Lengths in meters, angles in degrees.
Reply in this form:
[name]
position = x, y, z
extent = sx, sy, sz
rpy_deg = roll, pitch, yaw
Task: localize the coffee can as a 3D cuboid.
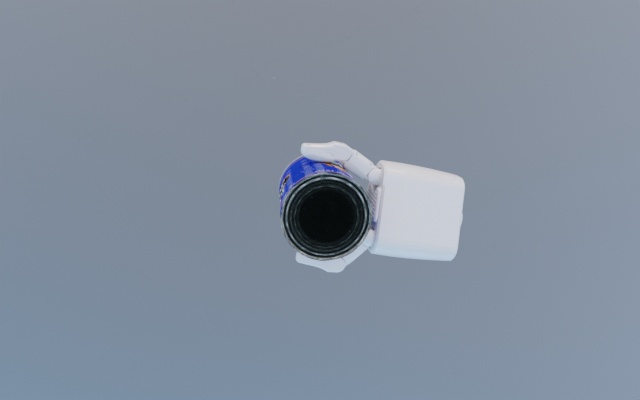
[coffee can]
position = 0.000, 0.002, 0.593
extent = 0.103, 0.103, 0.140
rpy_deg = 0, 14, -6
